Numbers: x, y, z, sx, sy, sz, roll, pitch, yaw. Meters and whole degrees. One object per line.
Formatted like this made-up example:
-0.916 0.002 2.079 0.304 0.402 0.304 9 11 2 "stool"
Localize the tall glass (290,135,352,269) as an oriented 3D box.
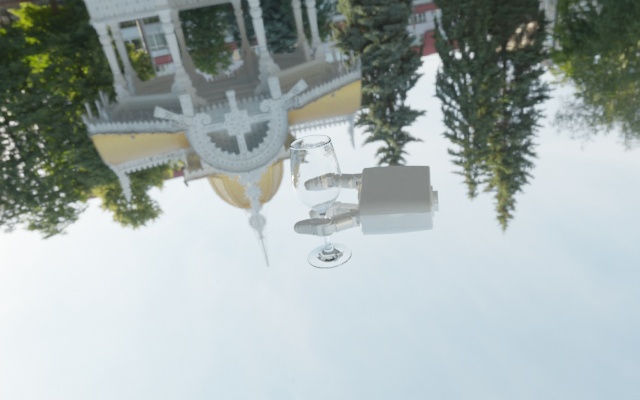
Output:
0.000 0.003 0.743 0.079 0.201 0.079 -8 25 4 "tall glass"
